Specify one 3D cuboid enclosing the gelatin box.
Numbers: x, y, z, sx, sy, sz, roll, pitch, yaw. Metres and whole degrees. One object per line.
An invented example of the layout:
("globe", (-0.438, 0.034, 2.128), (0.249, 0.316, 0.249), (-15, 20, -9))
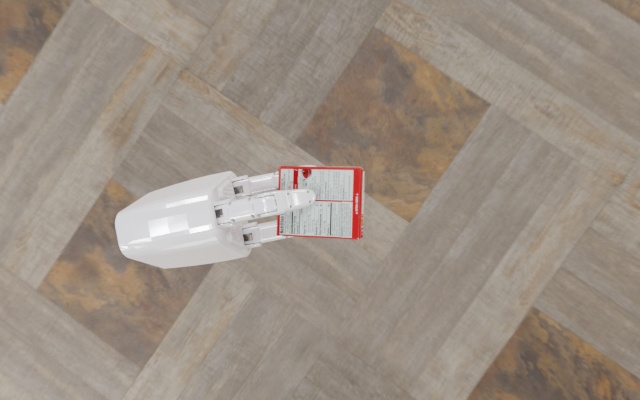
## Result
("gelatin box", (0.000, 0.002, 0.495), (0.089, 0.073, 0.030), (2, 1, 12))
